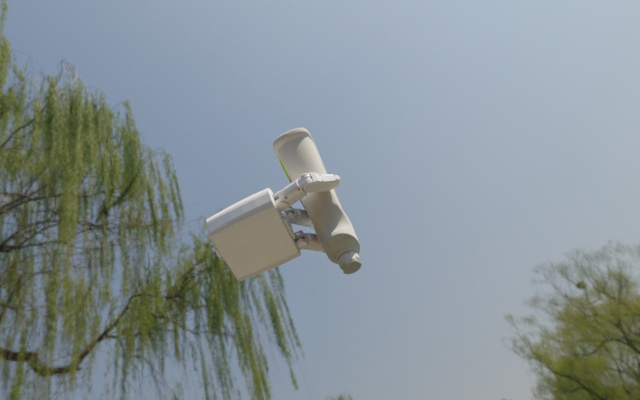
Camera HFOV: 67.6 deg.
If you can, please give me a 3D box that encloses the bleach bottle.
[{"bbox_3d":[0.000,0.002,0.739,0.068,0.250,0.103,-26,-40,0],"label":"bleach bottle"}]
